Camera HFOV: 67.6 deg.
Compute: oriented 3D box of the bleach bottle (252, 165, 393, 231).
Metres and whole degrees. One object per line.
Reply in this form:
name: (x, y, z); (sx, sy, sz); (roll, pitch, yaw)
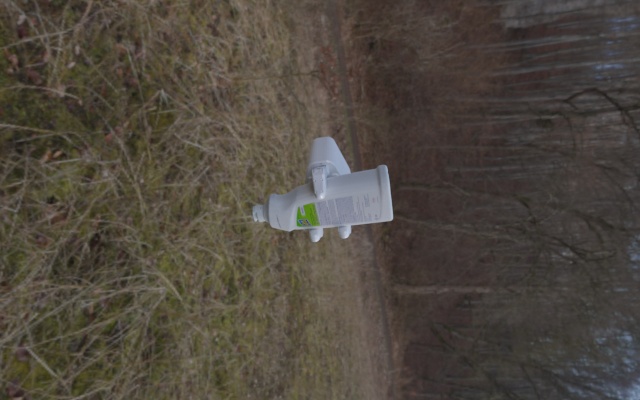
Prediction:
bleach bottle: (0.000, 0.003, 0.863); (0.251, 0.103, 0.068); (-7, 35, 7)
